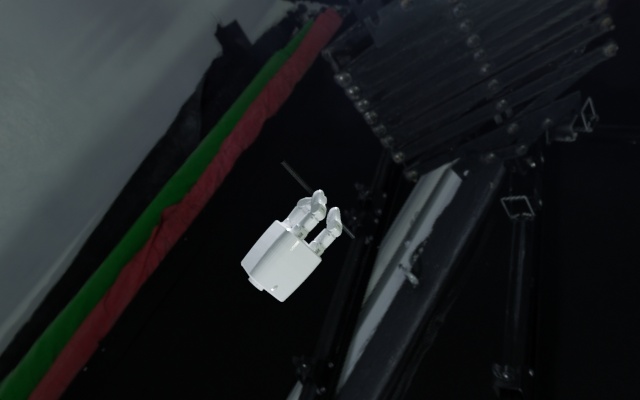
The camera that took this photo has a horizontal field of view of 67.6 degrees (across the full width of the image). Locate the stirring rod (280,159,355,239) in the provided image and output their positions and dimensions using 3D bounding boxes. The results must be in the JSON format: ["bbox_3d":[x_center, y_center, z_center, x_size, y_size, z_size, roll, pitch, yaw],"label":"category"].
[{"bbox_3d":[0.000,0.003,0.885,0.011,0.011,0.240,0,-36,42],"label":"stirring rod"}]
